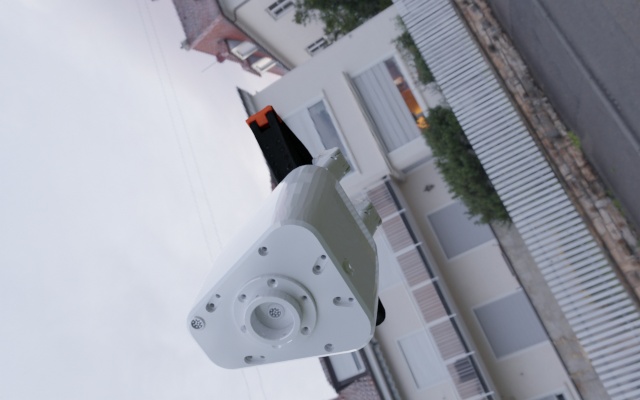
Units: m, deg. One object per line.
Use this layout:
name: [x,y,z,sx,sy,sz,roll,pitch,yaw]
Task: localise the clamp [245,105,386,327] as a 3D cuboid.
clamp: [-0.001,0.002,0.467,0.036,0.210,0.164,-30,14,11]
